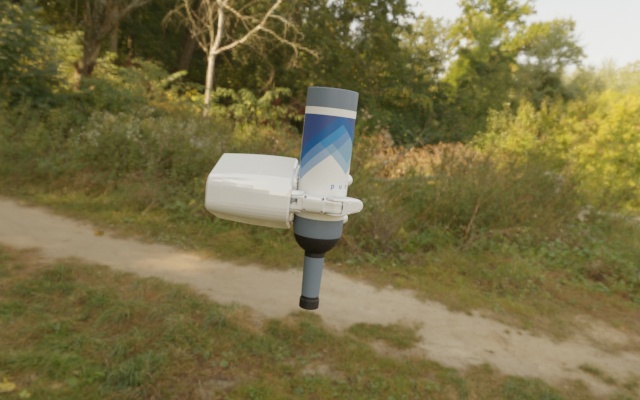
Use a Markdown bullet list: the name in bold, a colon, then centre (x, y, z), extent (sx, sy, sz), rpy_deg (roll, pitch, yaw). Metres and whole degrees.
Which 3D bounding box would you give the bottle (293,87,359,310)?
- **bottle**: centre (0.000, 0.002, 0.640), extent (0.069, 0.296, 0.069), rpy_deg (6, 8, -1)
